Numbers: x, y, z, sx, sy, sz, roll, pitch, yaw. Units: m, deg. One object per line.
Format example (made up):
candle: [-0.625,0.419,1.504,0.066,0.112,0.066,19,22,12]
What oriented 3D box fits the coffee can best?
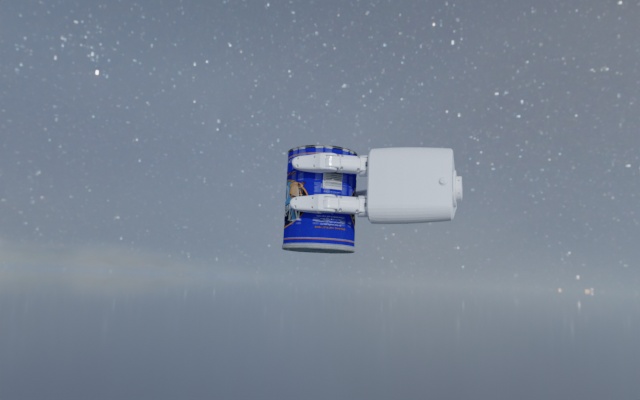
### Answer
coffee can: [0.000,0.002,0.681,0.103,0.140,0.103,2,-9,0]
